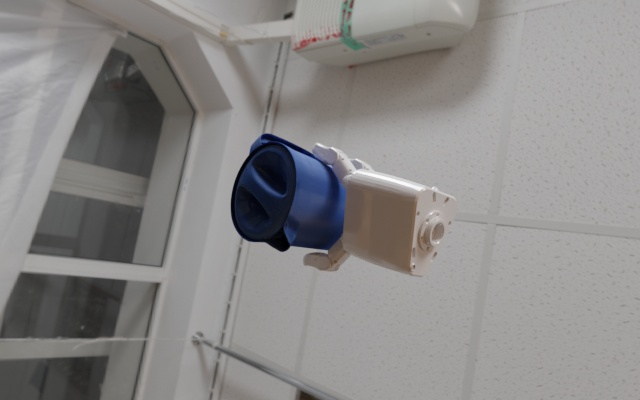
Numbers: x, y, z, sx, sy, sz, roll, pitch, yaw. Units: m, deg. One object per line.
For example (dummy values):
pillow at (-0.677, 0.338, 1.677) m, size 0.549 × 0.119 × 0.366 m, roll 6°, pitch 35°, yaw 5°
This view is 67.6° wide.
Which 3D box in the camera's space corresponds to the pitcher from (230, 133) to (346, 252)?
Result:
pitcher at (0.000, 0.002, 0.697) m, size 0.243 × 0.149 × 0.145 m, roll 17°, pitch -1°, yaw -44°
